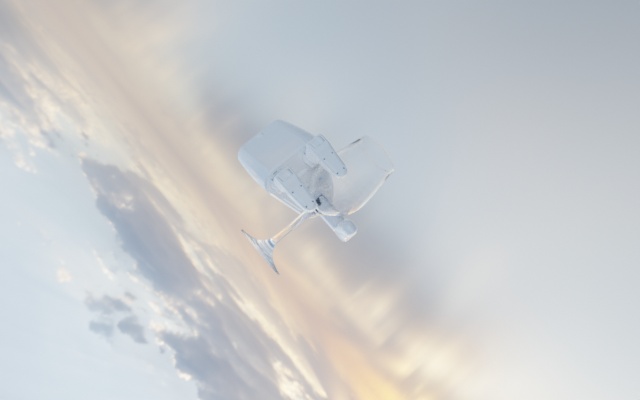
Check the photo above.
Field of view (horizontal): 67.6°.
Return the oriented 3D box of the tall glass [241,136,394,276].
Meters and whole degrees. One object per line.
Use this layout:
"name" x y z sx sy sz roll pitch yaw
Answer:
"tall glass" 0.000 0.003 0.607 0.201 0.079 0.079 -40 8 -9
